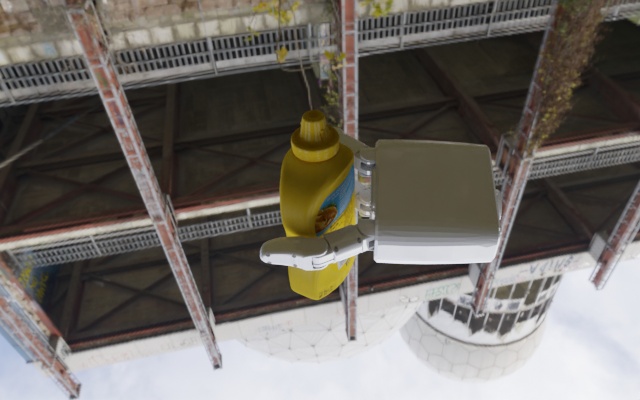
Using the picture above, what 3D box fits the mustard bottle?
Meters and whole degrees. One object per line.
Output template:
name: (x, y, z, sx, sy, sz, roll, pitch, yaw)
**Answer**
mustard bottle: (0.000, 0.002, 0.451, 0.058, 0.192, 0.096, 20, 48, 23)
